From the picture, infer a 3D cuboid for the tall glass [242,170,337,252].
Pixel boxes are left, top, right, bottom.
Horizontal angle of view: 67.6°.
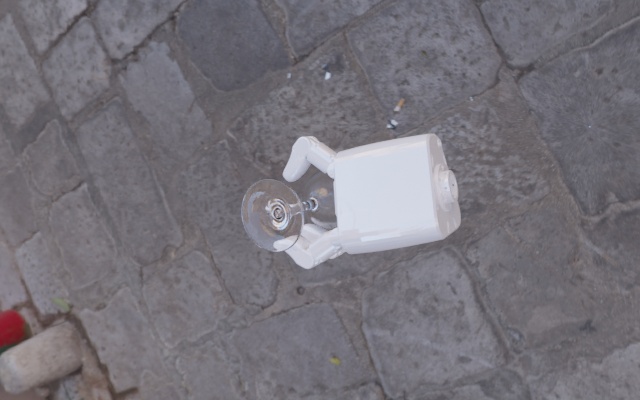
[{"bbox_3d":[0.000,0.002,0.557,0.079,0.079,0.201,0,8,29],"label":"tall glass"}]
